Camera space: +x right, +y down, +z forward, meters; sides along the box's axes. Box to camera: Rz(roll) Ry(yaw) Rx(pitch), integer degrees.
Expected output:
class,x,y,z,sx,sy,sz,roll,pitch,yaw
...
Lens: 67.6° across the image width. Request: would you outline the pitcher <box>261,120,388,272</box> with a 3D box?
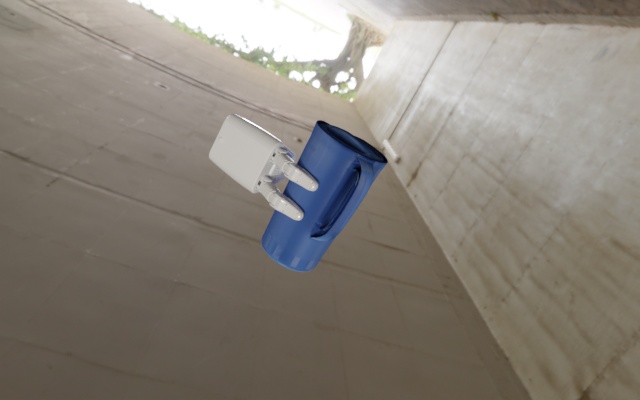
class,x,y,z,sx,sy,sz,roll,pitch,yaw
pitcher,0.000,0.002,0.798,0.145,0.243,0.149,35,19,15
